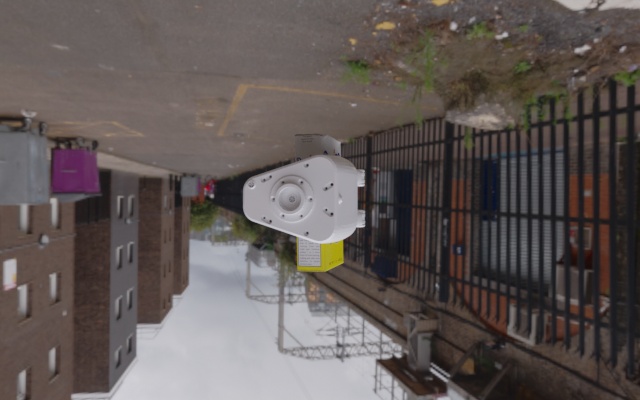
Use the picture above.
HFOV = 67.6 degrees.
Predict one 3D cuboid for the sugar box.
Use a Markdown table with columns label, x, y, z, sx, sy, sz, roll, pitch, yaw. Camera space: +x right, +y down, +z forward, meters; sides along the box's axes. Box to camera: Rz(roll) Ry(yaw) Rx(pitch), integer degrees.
| label | x | y | z | sx | sy | sz | roll | pitch | yaw |
| --- | --- | --- | --- | --- | --- | --- | --- | --- | --- |
| sugar box | 0.001 | 0.002 | 0.648 | 0.048 | 0.176 | 0.093 | 1 | 1 | 17 |
